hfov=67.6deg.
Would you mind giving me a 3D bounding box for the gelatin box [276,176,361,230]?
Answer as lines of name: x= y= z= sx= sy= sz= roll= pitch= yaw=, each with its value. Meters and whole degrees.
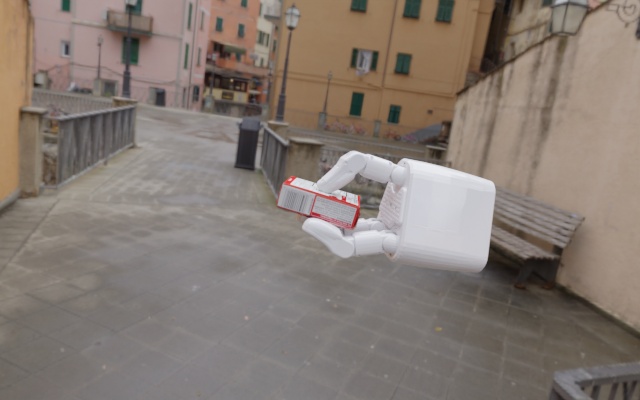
gelatin box: x=0.000 y=0.001 z=0.538 sx=0.089 sy=0.030 sz=0.073 roll=17 pitch=10 yaw=1
